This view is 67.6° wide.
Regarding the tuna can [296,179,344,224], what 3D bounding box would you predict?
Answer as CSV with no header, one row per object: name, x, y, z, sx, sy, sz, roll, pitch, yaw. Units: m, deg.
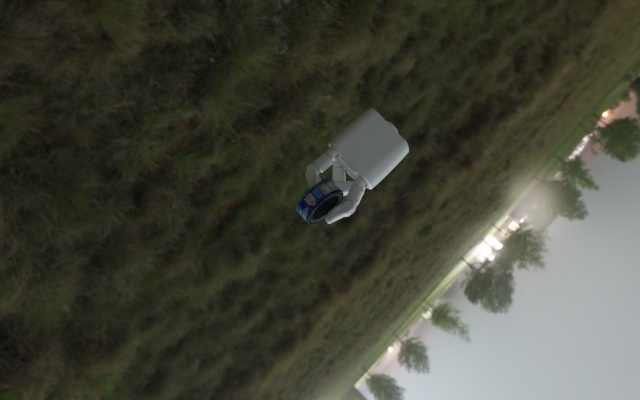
tuna can,0.000,0.003,0.860,0.086,0.033,0.086,-36,-20,-15
